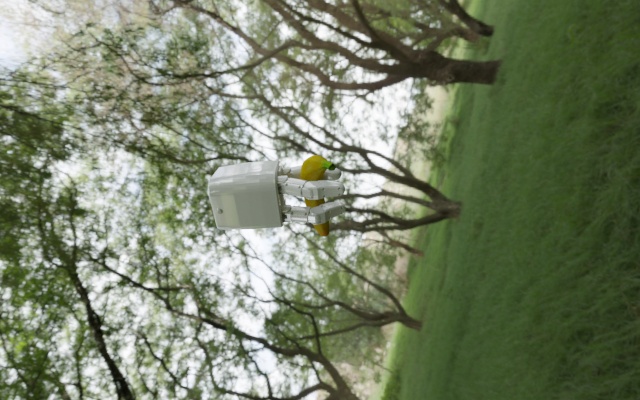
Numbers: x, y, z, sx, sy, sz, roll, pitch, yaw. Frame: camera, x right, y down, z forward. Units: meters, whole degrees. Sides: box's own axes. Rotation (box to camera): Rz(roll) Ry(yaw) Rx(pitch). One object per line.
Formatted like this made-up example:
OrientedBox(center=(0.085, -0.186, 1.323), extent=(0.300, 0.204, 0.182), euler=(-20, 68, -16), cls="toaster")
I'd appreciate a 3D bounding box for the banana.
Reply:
OrientedBox(center=(-0.007, -0.014, 0.786), extent=(0.037, 0.069, 0.198), euler=(-19, -32, -13), cls="banana")
